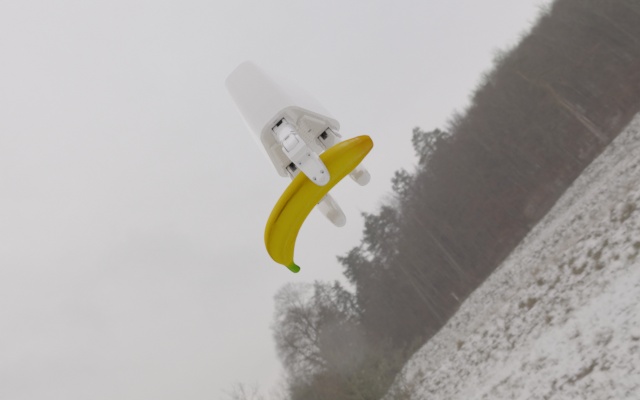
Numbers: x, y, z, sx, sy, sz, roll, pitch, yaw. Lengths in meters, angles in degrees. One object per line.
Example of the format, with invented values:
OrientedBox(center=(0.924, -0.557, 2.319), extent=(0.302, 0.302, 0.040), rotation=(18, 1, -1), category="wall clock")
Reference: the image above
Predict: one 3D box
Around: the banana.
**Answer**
OrientedBox(center=(-0.015, 0.004, 0.530), extent=(0.069, 0.198, 0.037), rotation=(3, 39, -43), category="banana")
